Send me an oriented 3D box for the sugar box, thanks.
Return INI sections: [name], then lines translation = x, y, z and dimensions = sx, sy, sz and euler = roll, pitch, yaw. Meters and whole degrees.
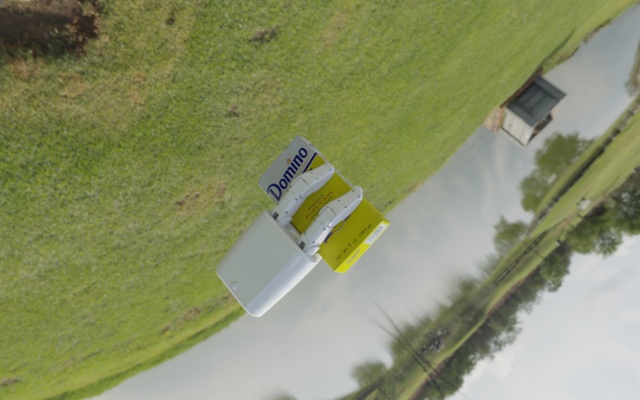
[sugar box]
translation = 0.000, 0.002, 0.642
dimensions = 0.176, 0.093, 0.048
euler = 46, 9, 23
